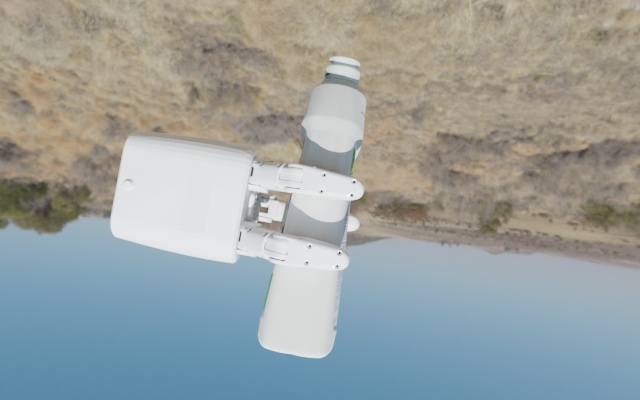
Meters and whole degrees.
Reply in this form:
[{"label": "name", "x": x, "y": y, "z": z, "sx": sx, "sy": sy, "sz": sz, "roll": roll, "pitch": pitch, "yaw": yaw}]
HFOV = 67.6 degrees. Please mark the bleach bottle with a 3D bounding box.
[{"label": "bleach bottle", "x": 0.000, "y": 0.001, "z": 0.427, "sx": 0.068, "sy": 0.251, "sz": 0.102, "roll": 10, "pitch": -1, "yaw": 2}]
